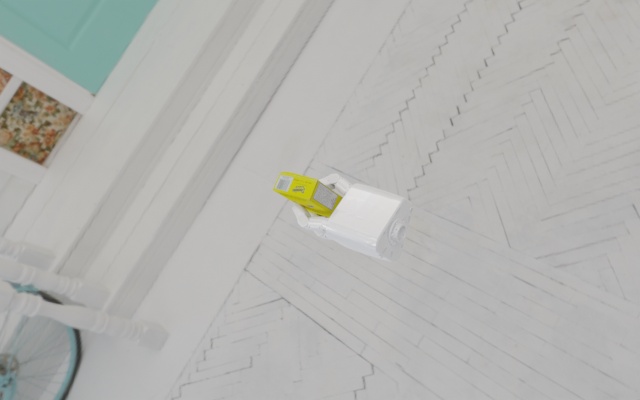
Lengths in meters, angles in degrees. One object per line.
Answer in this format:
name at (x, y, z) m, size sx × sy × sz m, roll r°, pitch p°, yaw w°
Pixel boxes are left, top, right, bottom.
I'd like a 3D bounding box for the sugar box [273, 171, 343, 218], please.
sugar box at (0.000, 0.003, 0.899) m, size 0.093 × 0.048 × 0.176 m, roll 15°, pitch -13°, yaw 38°
